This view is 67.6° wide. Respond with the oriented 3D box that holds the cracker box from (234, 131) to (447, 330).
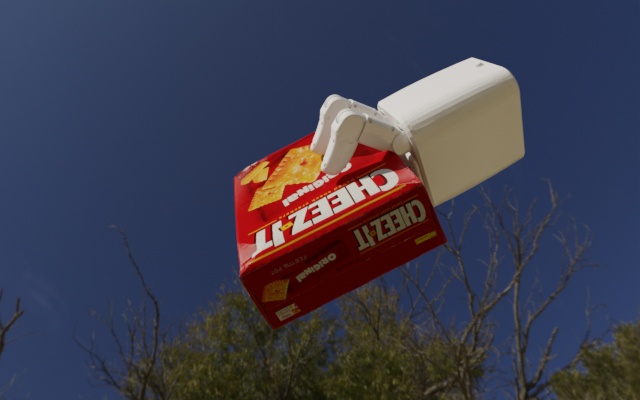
[{"bbox_3d":[0.000,0.002,0.471,0.164,0.072,0.213,-28,27,2],"label":"cracker box"}]
